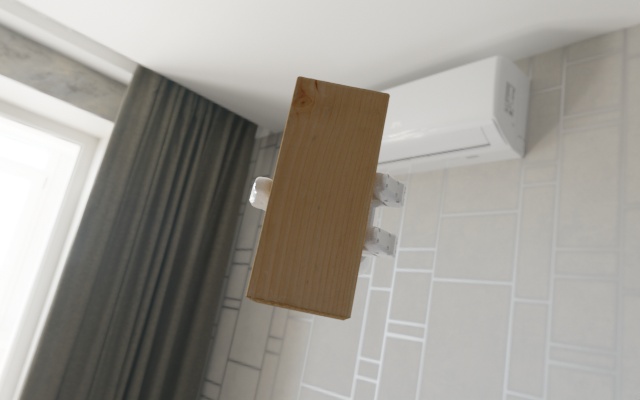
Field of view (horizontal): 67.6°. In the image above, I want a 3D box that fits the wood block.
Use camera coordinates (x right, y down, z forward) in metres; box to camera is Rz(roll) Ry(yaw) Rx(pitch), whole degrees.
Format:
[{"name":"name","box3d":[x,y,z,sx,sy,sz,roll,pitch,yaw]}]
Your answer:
[{"name":"wood block","box3d":[0.000,0.001,0.457,0.091,0.206,0.090,11,-15,1]}]
